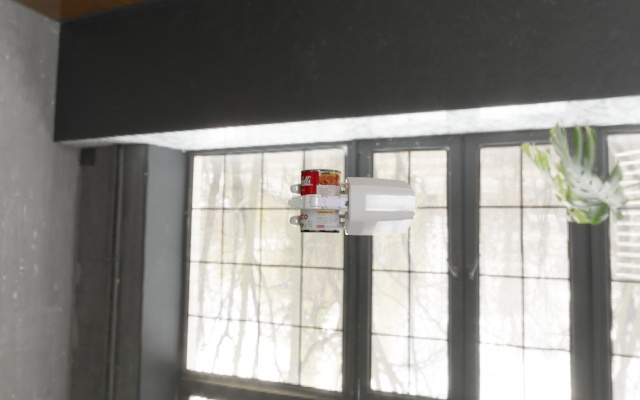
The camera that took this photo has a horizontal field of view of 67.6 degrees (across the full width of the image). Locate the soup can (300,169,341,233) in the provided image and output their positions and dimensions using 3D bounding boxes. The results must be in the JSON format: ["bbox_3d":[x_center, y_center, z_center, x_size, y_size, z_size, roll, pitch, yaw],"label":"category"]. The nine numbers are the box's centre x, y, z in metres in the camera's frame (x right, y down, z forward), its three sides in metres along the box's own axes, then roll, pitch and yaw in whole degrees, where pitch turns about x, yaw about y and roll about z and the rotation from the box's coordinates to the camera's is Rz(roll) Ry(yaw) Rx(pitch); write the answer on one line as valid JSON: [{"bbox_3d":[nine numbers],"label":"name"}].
[{"bbox_3d":[0.000,0.003,0.790,0.068,0.102,0.068,1,-4,0],"label":"soup can"}]
